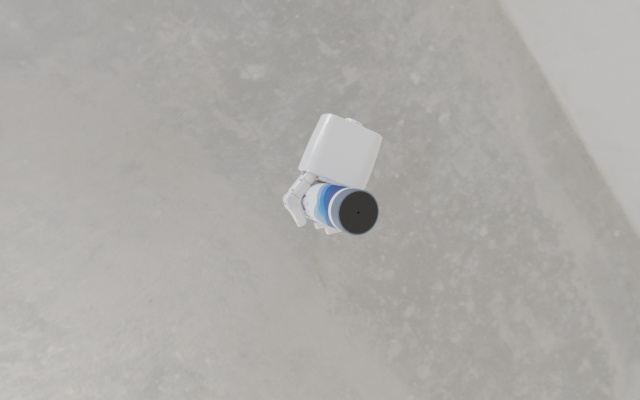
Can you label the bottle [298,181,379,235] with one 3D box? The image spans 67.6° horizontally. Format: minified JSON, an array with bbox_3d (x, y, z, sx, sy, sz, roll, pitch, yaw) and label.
[{"bbox_3d":[0.000,0.003,0.816,0.069,0.069,0.295,0,6,-22],"label":"bottle"}]
